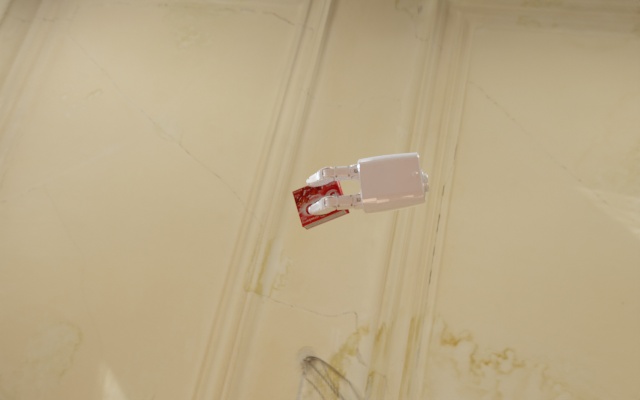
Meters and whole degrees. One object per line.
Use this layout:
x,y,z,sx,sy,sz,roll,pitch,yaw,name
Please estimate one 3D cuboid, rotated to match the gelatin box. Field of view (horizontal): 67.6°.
0.000,0.003,0.875,0.089,0.073,0.030,-22,-23,11,gelatin box
